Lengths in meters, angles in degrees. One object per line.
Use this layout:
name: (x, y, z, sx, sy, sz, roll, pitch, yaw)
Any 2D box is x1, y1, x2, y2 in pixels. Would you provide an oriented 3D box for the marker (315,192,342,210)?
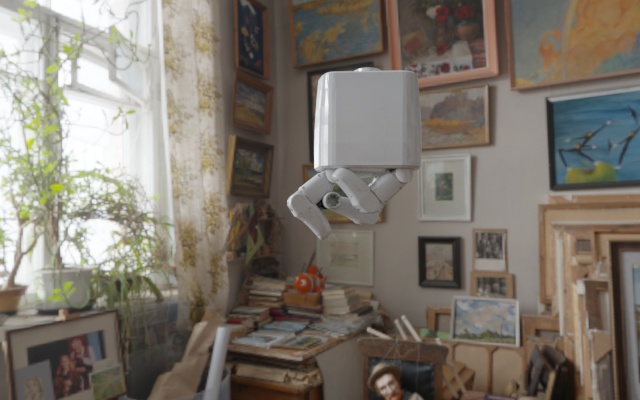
marker: (0.000, 0.002, 0.568, 0.020, 0.020, 0.121, 0, -2, -13)
